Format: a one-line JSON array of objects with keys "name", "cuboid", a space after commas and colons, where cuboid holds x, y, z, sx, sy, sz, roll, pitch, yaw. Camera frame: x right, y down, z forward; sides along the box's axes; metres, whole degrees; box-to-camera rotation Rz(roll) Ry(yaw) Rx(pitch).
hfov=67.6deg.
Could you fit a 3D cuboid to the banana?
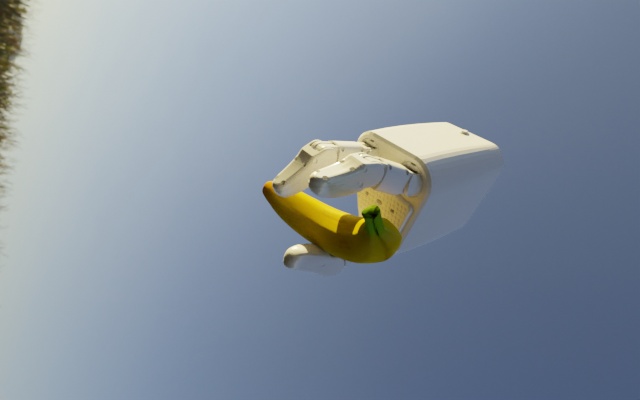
[{"name": "banana", "cuboid": [0.010, 0.017, 0.405, 0.037, 0.070, 0.198, -37, 22, -21]}]
